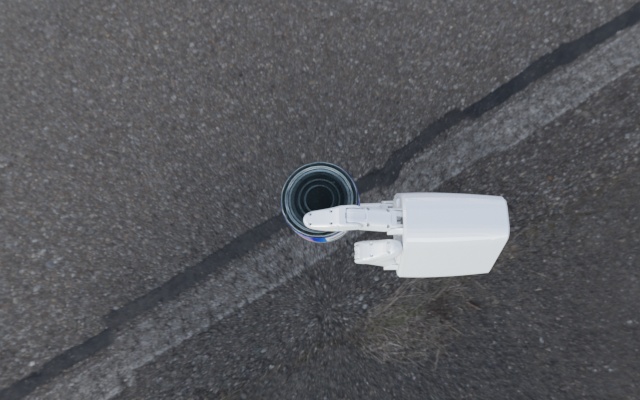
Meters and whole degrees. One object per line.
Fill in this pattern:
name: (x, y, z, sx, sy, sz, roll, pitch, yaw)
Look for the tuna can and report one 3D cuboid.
tuna can: (0.000, 0.002, 0.522, 0.086, 0.086, 0.034, 0, -13, 7)
